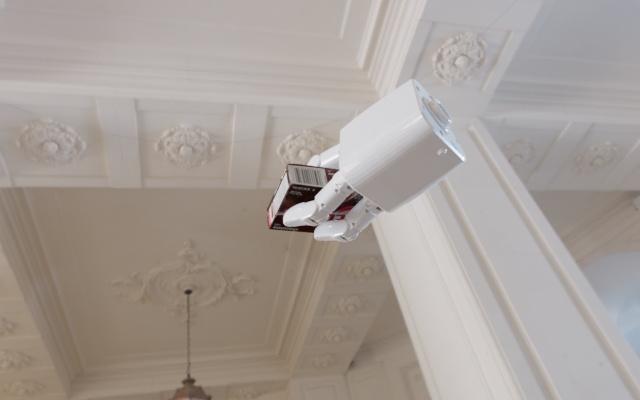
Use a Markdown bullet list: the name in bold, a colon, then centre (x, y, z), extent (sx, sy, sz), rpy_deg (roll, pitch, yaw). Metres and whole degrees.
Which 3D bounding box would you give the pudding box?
- **pudding box**: centre (0.000, 0.002, 0.586), extent (0.113, 0.039, 0.090), rpy_deg (8, -42, -20)
